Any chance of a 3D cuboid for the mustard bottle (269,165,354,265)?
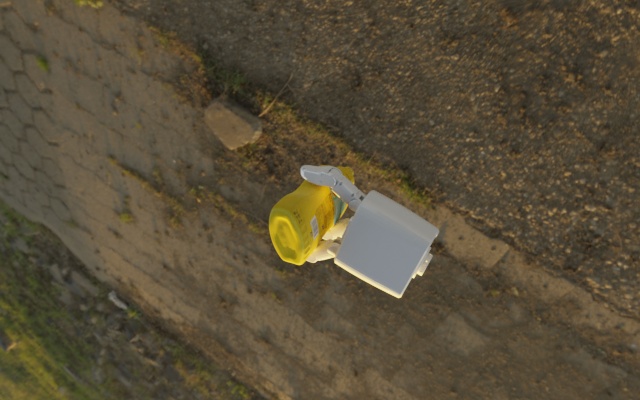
[{"bbox_3d":[0.000,0.002,0.710,0.058,0.096,0.191,10,37,30],"label":"mustard bottle"}]
